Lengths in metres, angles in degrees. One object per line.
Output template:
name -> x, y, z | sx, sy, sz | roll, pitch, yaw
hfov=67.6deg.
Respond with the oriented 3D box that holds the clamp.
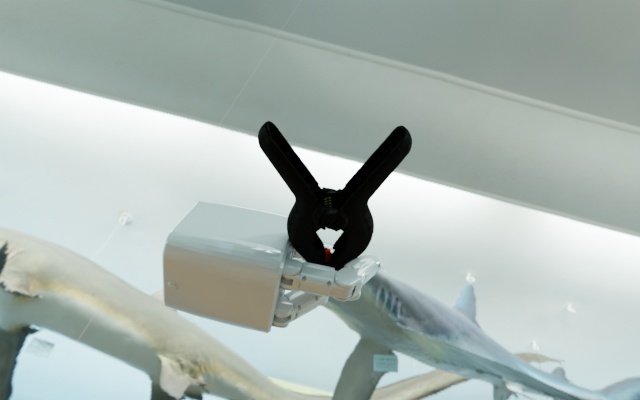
clamp -> 0.000, 0.001, 0.419 | 0.120, 0.172, 0.039 | 12, 37, -1
